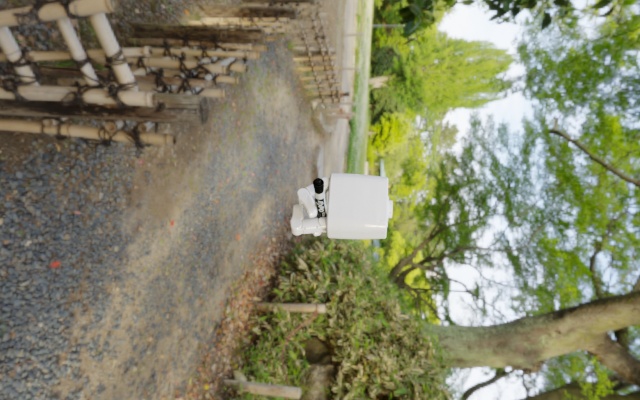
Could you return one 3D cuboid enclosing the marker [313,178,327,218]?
[{"bbox_3d":[0.000,0.003,0.831,0.020,0.020,0.121,0,-37,5],"label":"marker"}]
